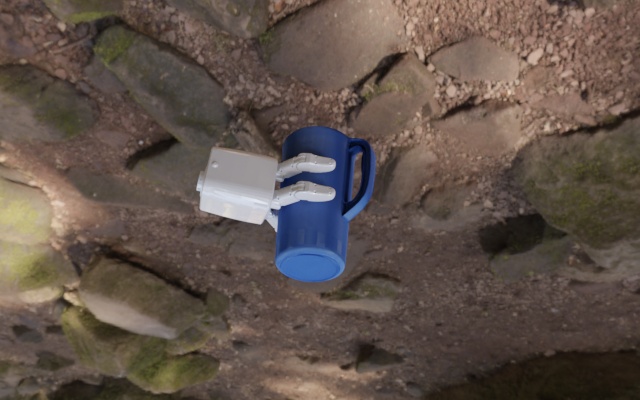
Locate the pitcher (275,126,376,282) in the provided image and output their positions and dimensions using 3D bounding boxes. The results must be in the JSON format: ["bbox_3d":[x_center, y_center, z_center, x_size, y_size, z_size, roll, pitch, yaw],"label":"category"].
[{"bbox_3d":[0.000,0.003,0.785,0.145,0.242,0.149,13,-36,-12],"label":"pitcher"}]
